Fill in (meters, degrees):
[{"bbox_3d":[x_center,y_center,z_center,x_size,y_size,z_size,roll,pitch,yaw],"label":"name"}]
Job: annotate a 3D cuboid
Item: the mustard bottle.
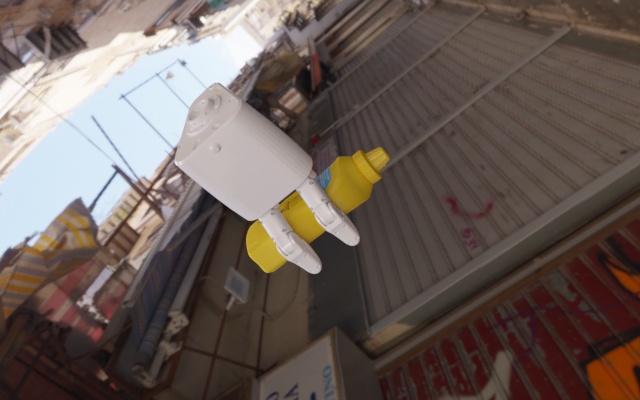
[{"bbox_3d":[0.000,0.002,0.564,0.192,0.058,0.096,-38,14,15],"label":"mustard bottle"}]
